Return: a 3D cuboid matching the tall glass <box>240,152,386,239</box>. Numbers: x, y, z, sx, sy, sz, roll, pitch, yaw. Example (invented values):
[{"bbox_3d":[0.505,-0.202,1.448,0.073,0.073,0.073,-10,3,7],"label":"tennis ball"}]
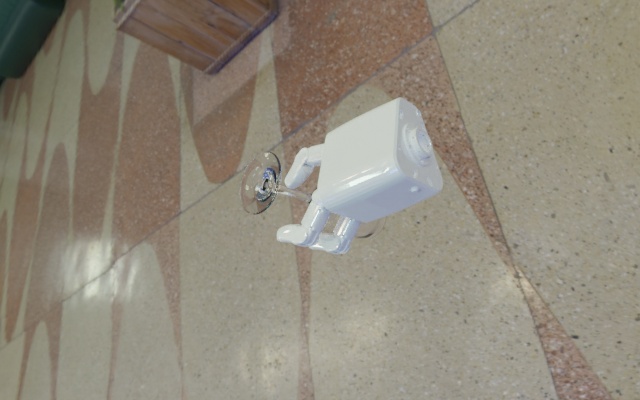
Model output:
[{"bbox_3d":[0.000,0.002,0.610,0.079,0.079,0.201,0,-13,46],"label":"tall glass"}]
